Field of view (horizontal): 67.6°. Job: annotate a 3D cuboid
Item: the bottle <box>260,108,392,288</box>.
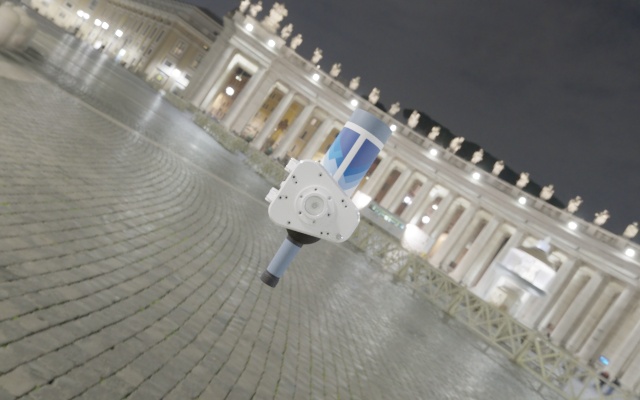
[{"bbox_3d":[0.000,0.002,0.723,0.069,0.296,0.069,33,1,-1],"label":"bottle"}]
